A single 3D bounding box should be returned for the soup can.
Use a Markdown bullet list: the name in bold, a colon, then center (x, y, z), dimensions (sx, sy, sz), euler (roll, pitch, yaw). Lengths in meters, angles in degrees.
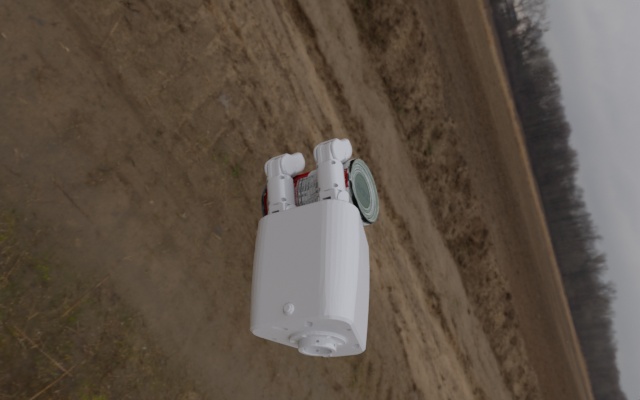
- **soup can**: center (0.000, 0.001, 0.488), dimensions (0.102, 0.068, 0.068), euler (-15, -6, 25)
